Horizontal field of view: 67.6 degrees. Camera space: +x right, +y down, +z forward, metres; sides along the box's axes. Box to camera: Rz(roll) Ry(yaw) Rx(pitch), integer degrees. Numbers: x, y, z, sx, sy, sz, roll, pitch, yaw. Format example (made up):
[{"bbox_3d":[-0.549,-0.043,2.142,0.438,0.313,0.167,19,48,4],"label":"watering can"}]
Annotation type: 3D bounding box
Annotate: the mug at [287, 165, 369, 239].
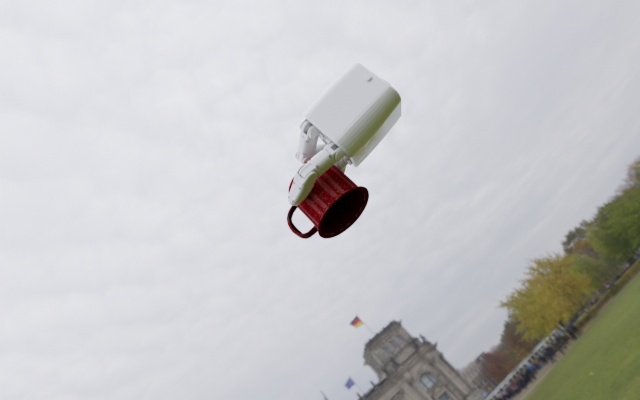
[{"bbox_3d":[-0.001,0.003,0.682,0.081,0.117,0.093,44,2,29],"label":"mug"}]
